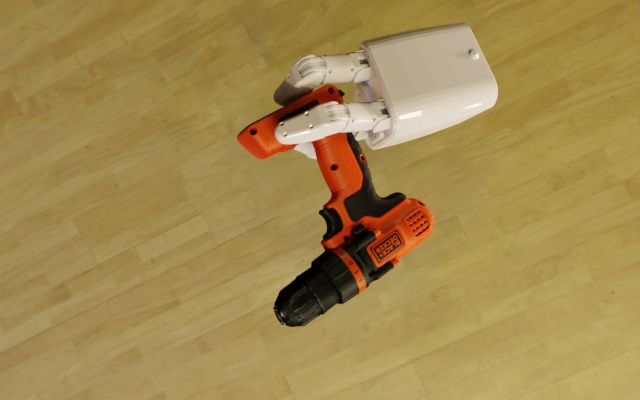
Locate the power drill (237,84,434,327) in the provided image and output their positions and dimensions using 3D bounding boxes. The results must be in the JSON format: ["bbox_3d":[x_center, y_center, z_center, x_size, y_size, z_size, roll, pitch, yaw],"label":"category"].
[{"bbox_3d":[0.000,0.001,0.454,0.184,0.187,0.057,-33,8,-21],"label":"power drill"}]
